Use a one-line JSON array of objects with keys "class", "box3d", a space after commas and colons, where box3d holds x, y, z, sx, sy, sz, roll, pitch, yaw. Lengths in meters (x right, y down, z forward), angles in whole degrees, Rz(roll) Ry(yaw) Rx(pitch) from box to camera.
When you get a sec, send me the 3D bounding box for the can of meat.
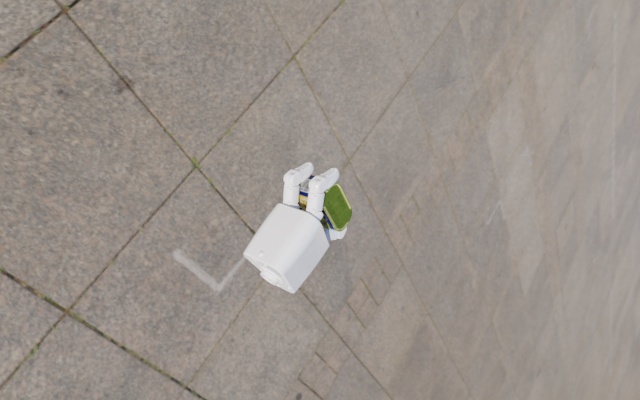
[{"class": "can of meat", "box3d": [0.000, 0.003, 0.838, 0.084, 0.057, 0.102, 18, -31, 40]}]
